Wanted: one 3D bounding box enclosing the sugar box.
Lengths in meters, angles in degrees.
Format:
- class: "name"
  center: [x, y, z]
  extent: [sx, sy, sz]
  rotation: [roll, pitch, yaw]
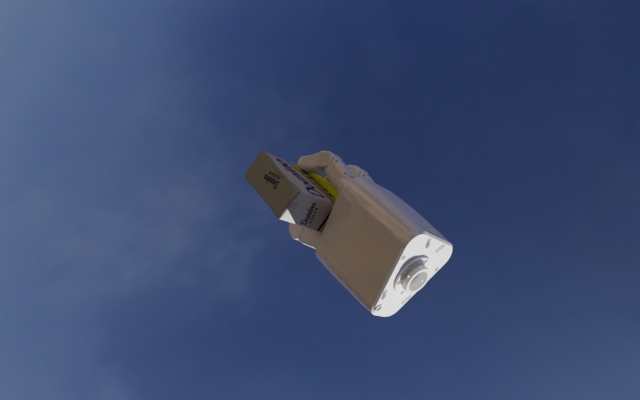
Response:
- class: "sugar box"
  center: [0.001, 0.002, 0.592]
  extent: [0.176, 0.048, 0.093]
  rotation: [24, 17, -47]
